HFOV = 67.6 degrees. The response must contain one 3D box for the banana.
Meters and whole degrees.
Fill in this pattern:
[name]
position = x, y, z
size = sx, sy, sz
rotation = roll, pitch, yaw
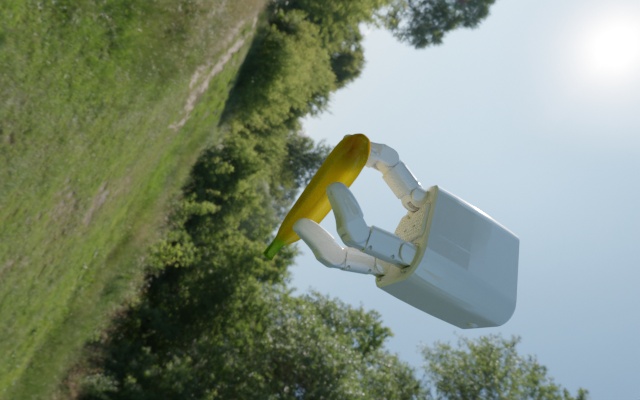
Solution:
[banana]
position = 0.004, -0.008, 0.487
size = 0.037, 0.198, 0.069
rotation = 32, 41, -5
